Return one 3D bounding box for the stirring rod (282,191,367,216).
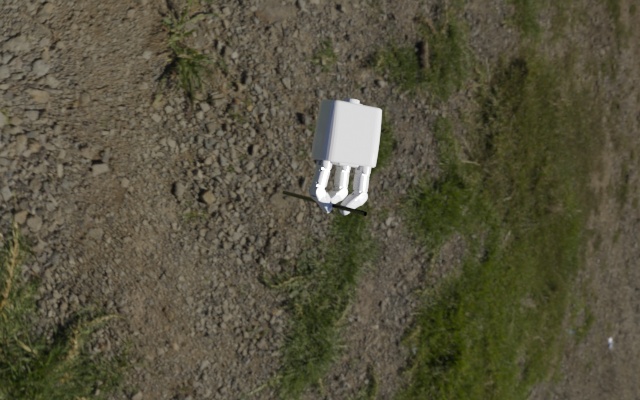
[{"bbox_3d":[0.000,0.003,0.891,0.011,0.011,0.239,0,9,-39],"label":"stirring rod"}]
